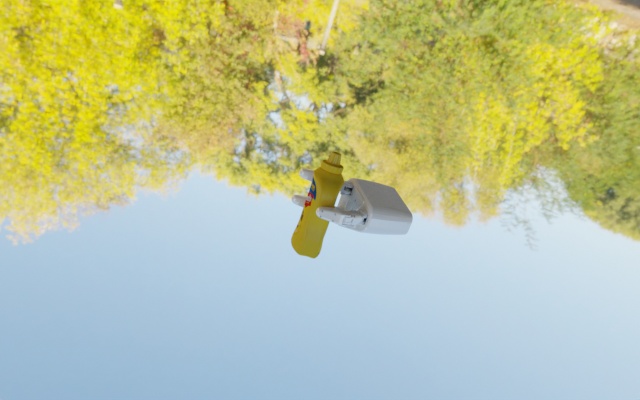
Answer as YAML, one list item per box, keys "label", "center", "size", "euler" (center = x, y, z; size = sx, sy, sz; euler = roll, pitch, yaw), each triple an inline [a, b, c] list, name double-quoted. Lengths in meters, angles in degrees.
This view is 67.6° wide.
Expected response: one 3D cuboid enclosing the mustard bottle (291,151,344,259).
- label: "mustard bottle"
  center: [0.000, 0.003, 0.870]
  size: [0.058, 0.192, 0.096]
  euler: [16, 17, -9]
